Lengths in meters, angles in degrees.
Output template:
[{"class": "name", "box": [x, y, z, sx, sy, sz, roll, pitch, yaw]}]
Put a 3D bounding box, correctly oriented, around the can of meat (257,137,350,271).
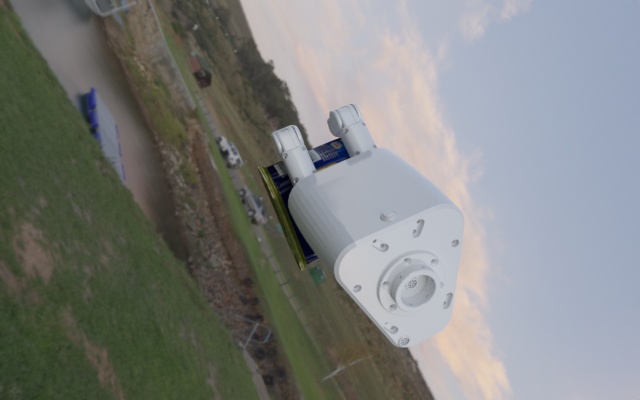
[{"class": "can of meat", "box": [0.000, 0.001, 0.443, 0.084, 0.102, 0.057, -23, 25, -7]}]
